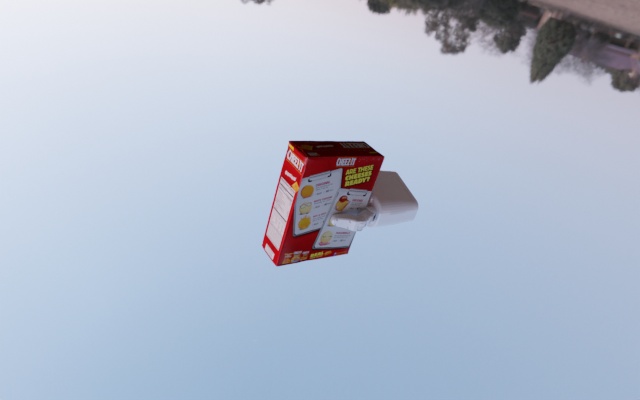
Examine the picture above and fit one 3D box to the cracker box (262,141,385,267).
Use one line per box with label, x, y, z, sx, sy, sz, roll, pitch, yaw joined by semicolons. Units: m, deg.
cracker box;0.000;0.003;0.835;0.164;0.214;0.072;-5;35;-36
